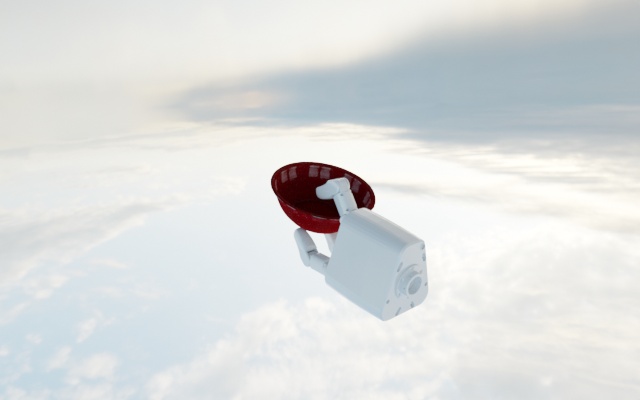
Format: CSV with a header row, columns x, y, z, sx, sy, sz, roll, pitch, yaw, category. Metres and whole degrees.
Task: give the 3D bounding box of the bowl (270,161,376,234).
x,y,z,sx,sy,sz,roll,pitch,yaw,category
0.000,0.002,0.731,0.162,0.055,0.162,9,32,-6,bowl
